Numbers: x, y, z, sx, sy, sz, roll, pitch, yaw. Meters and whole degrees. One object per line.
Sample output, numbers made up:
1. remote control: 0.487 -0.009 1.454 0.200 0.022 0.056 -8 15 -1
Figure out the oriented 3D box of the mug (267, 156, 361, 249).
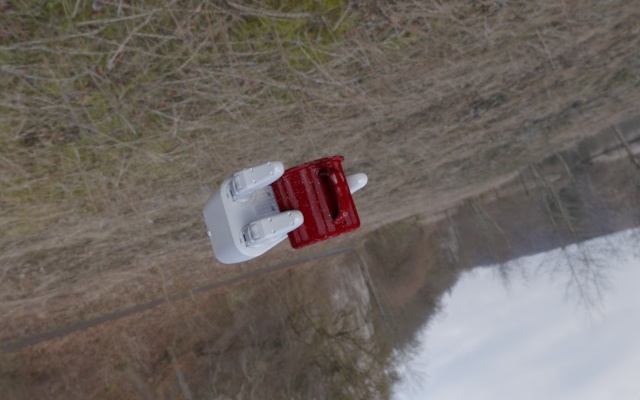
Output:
1. mug: 0.001 0.002 0.518 0.093 0.081 0.117 -16 -5 -28
